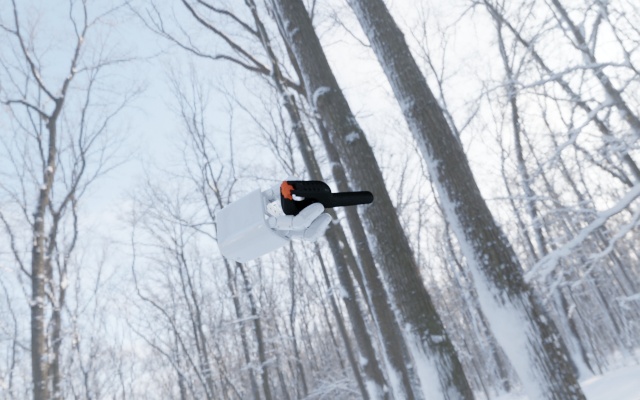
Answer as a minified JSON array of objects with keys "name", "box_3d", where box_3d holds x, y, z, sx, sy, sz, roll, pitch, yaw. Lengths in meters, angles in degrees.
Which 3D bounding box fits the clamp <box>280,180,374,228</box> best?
[{"name":"clamp","box_3d":[-0.001,0.002,0.868,0.164,0.036,0.210,-29,-27,12]}]
